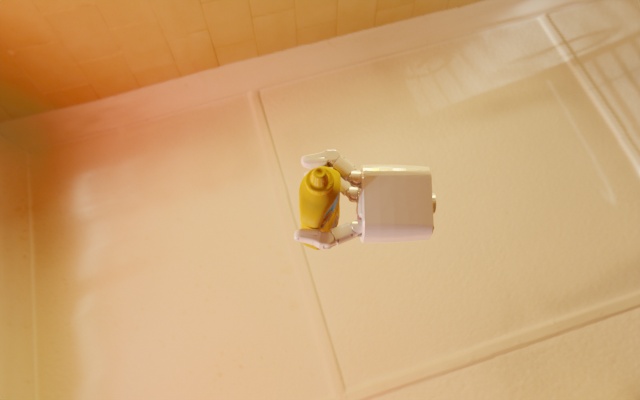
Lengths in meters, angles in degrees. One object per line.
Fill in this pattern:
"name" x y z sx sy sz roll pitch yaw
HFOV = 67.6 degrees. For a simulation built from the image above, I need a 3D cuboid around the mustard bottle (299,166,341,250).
"mustard bottle" 0.000 0.002 0.739 0.058 0.096 0.192 22 -23 10
